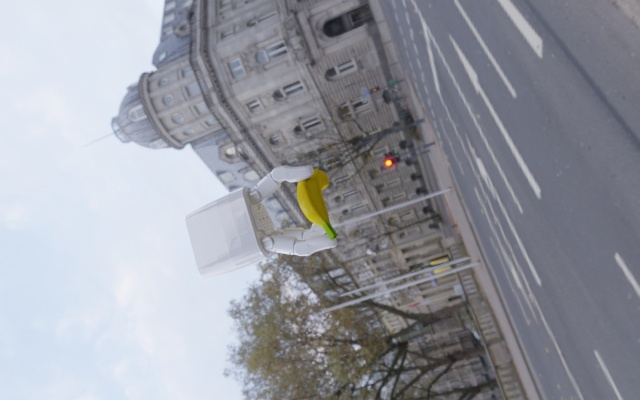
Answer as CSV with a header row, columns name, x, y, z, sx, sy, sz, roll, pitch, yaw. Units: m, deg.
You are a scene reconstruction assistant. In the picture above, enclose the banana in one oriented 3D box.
name,x,y,z,sx,sy,sz,roll,pitch,yaw
banana,-0.008,-0.011,0.728,0.037,0.070,0.197,-25,24,11
